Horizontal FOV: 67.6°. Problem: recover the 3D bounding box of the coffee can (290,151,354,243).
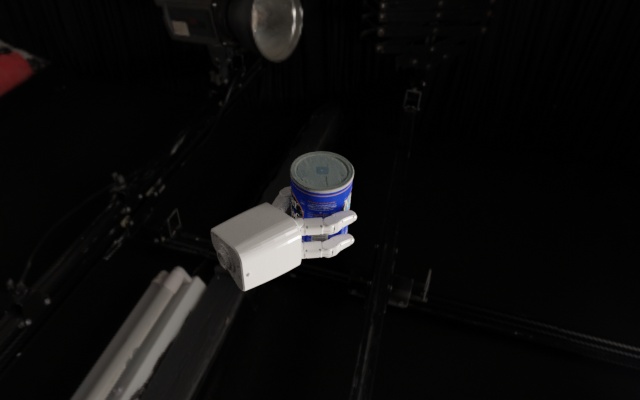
[{"bbox_3d":[0.000,0.002,0.810,0.103,0.140,0.102,1,42,-1],"label":"coffee can"}]
